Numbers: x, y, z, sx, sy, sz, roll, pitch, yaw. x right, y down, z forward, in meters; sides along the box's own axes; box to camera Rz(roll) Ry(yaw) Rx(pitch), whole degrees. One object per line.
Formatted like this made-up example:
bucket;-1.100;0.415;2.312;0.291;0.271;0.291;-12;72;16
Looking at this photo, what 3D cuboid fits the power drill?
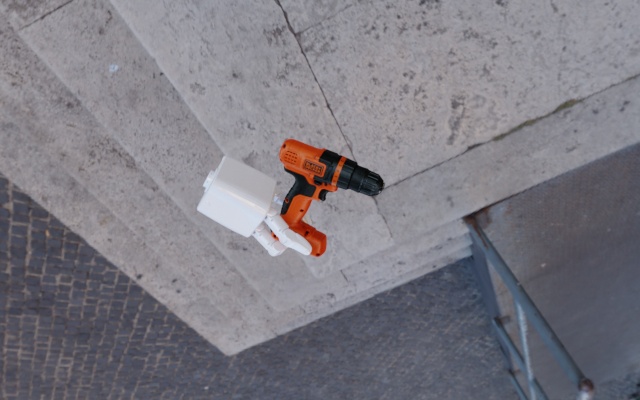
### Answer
power drill;0.000;0.003;0.829;0.184;0.188;0.057;23;26;9
